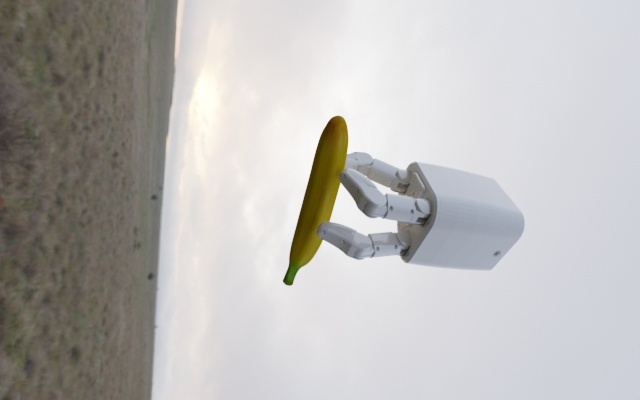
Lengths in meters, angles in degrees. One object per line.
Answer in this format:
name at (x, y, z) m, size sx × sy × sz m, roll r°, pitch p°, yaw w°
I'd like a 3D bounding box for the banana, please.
banana at (0.000, -0.002, 0.523) m, size 0.037 × 0.198 × 0.069 m, roll 14°, pitch 22°, yaw -4°
